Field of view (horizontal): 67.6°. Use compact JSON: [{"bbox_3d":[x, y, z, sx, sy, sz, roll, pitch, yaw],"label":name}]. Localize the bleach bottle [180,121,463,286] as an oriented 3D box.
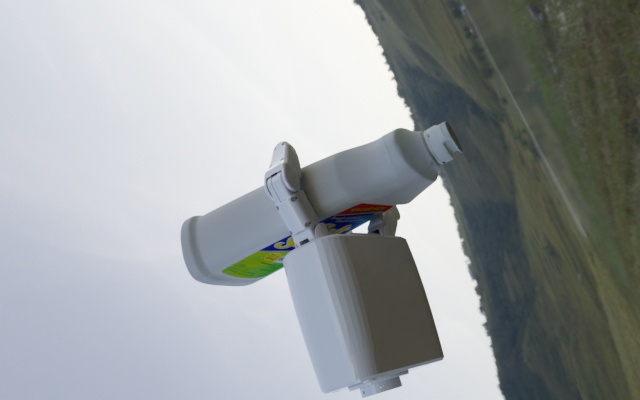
[{"bbox_3d":[0.000,0.001,0.421,0.251,0.068,0.102,-28,-25,24],"label":"bleach bottle"}]
